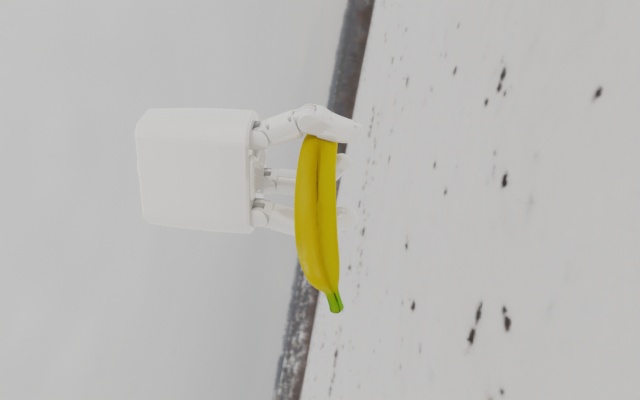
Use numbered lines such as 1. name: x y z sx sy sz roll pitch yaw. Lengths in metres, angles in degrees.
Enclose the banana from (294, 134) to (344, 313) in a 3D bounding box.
1. banana: -0.002 -0.005 0.427 0.037 0.197 0.070 -3 -29 6
